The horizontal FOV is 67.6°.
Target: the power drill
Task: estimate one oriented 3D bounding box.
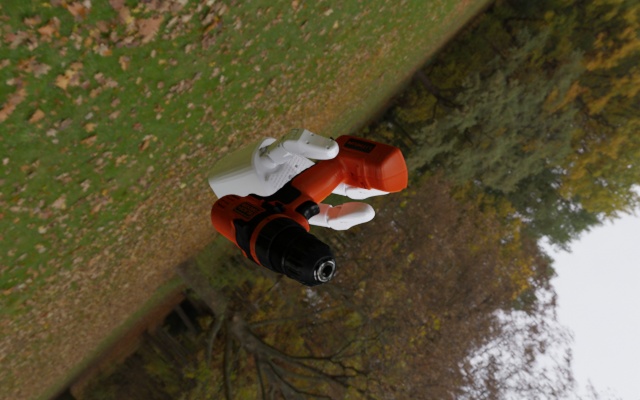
[{"bbox_3d":[0.000,0.001,0.490,0.187,0.057,0.184,-32,34,-28],"label":"power drill"}]
